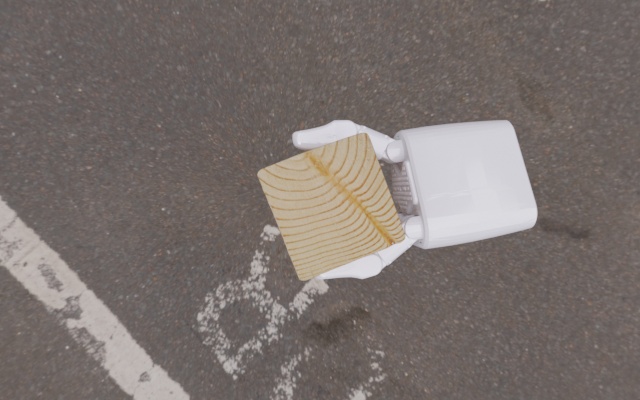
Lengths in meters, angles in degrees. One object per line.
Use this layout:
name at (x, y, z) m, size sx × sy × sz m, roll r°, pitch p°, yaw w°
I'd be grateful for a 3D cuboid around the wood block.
wood block at (0.000, 0.001, 0.456) m, size 0.090 × 0.091 × 0.206 m, roll -21°, pitch 3°, yaw -4°
